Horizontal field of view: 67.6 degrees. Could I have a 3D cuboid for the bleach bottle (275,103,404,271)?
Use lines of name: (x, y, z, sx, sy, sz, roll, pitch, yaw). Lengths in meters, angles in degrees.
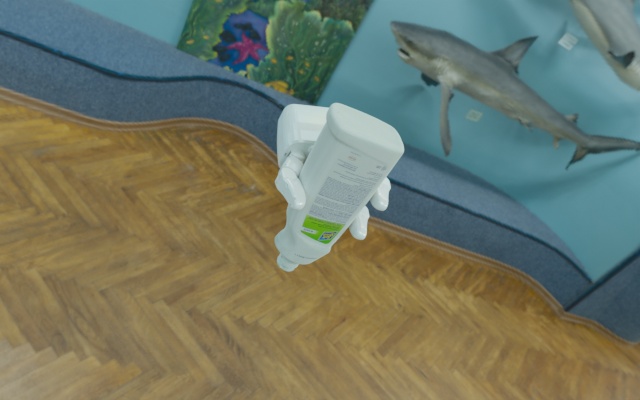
bleach bottle: (0.000, 0.002, 0.621, 0.102, 0.251, 0.068, 18, 36, -22)
